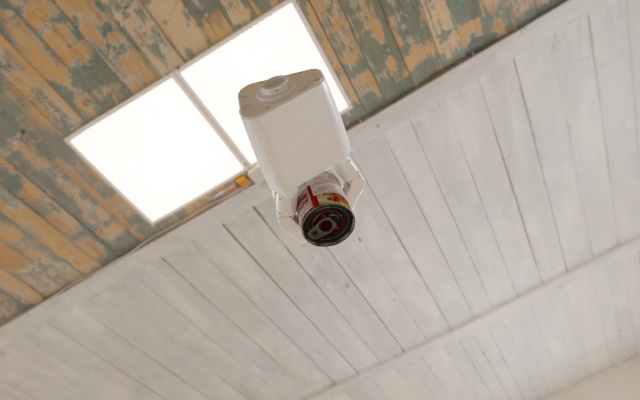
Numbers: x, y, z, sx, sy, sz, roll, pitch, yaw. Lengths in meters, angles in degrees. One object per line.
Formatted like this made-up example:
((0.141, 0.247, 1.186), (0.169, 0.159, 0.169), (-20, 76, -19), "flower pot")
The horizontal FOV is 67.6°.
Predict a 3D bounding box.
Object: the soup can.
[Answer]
((0.000, 0.002, 0.624), (0.068, 0.068, 0.102), (0, 36, -14), "soup can")
